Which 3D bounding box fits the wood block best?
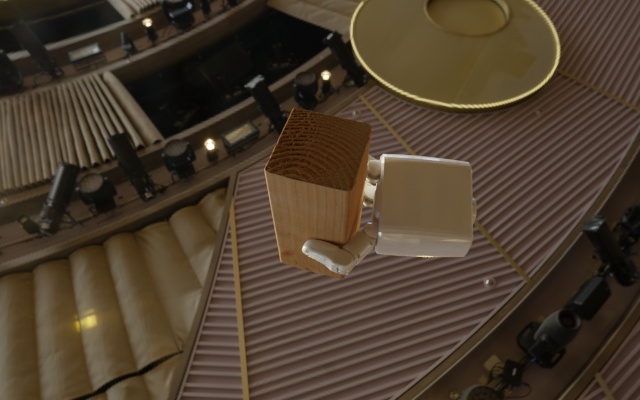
[{"bbox_3d":[0.000,0.002,0.563,0.090,0.090,0.206,14,-32,10],"label":"wood block"}]
